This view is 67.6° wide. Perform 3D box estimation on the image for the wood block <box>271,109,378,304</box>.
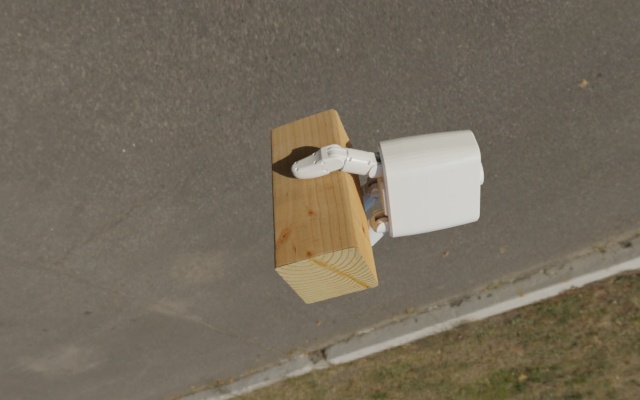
[{"bbox_3d":[0.000,0.002,0.568,0.090,0.206,0.091,-17,-40,12],"label":"wood block"}]
